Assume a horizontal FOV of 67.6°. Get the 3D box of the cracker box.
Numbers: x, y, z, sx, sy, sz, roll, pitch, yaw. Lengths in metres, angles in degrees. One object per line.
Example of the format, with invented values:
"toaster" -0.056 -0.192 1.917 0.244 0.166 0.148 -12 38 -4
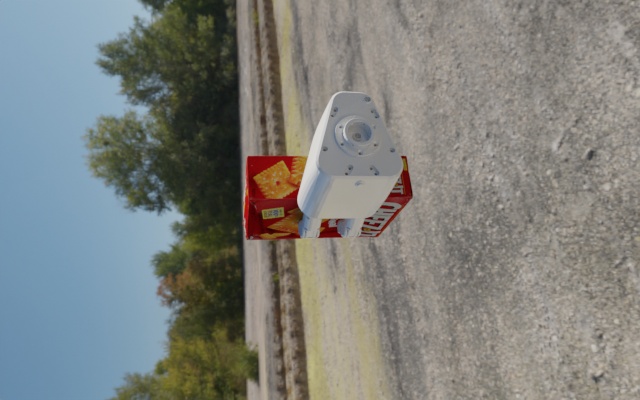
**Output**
"cracker box" 0.000 0.002 0.676 0.214 0.072 0.164 0 -23 -11
